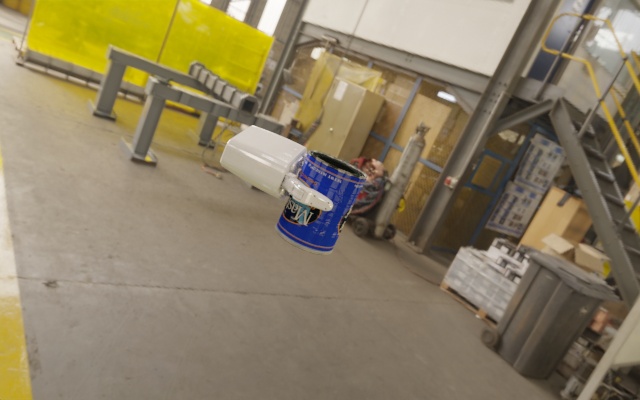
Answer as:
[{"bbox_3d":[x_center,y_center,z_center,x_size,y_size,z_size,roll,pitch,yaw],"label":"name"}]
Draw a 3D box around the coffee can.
[{"bbox_3d":[0.000,0.003,0.773,0.103,0.140,0.102,23,13,-6],"label":"coffee can"}]
